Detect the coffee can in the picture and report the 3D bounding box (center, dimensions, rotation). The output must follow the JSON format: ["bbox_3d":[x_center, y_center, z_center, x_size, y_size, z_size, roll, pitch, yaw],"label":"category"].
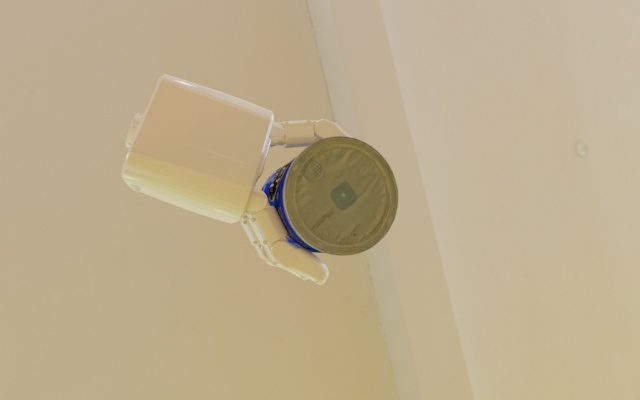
[{"bbox_3d":[0.000,0.002,0.471,0.103,0.103,0.140,0,-5,-17],"label":"coffee can"}]
